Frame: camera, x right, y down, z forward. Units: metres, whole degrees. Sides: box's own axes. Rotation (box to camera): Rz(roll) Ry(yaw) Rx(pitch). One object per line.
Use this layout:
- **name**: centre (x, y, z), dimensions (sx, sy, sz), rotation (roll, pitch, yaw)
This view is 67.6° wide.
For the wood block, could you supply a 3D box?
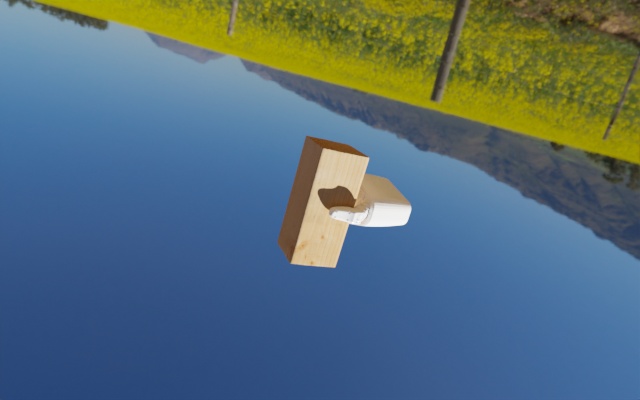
- **wood block**: centre (0.001, 0.003, 0.837), dimensions (0.090, 0.206, 0.090), rotation (9, 16, -25)
